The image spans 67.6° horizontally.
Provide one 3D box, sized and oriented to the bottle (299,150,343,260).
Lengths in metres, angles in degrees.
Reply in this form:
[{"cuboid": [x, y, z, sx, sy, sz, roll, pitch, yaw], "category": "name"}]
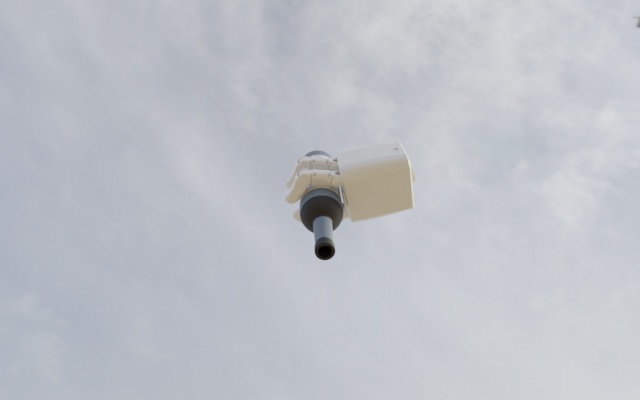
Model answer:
[{"cuboid": [0.000, 0.002, 0.755, 0.069, 0.069, 0.295, 0, 26, -3], "category": "bottle"}]
